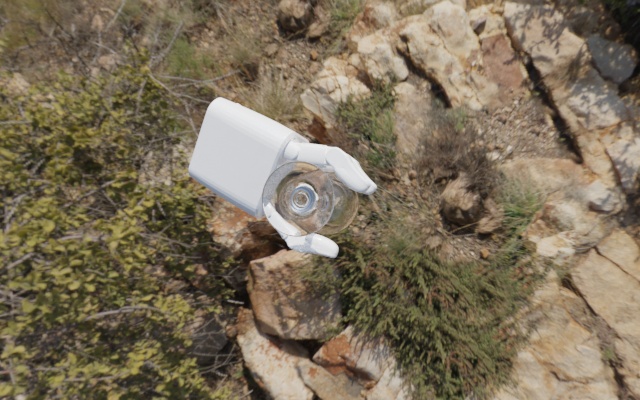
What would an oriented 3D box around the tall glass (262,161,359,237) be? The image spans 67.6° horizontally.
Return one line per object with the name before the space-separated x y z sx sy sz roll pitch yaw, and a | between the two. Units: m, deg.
tall glass | 0.000 0.002 0.560 0.079 0.079 0.201 0 -2 13
